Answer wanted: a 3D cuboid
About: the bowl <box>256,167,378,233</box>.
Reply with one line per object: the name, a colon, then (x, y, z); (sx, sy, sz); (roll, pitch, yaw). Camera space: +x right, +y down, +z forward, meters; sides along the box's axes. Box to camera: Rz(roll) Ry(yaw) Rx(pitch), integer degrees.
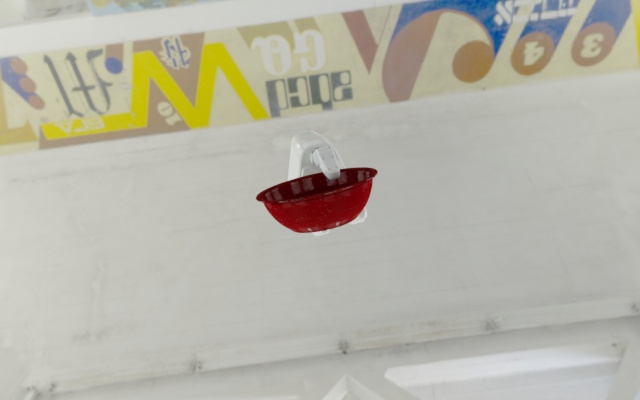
bowl: (0.000, 0.003, 0.625); (0.162, 0.055, 0.162); (-12, 11, 2)
